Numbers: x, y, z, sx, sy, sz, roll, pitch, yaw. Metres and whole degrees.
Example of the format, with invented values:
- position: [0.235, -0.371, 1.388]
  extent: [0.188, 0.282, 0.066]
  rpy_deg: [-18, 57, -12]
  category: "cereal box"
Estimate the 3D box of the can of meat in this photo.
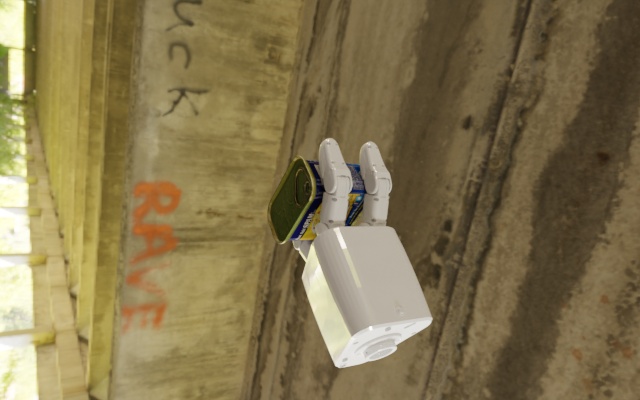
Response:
- position: [0.000, 0.002, 0.532]
  extent: [0.084, 0.057, 0.102]
  rpy_deg: [2, -42, -32]
  category: "can of meat"
